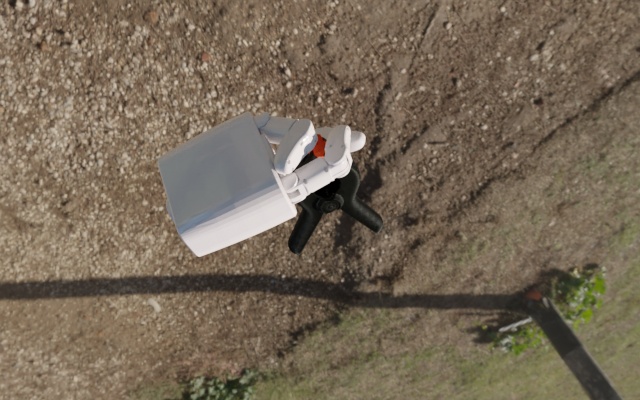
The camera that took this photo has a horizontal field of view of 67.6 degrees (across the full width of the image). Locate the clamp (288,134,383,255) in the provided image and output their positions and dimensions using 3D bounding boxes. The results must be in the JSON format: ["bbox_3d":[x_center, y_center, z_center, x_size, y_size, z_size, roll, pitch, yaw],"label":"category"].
[{"bbox_3d":[0.000,0.002,0.544,0.120,0.039,0.172,-25,-45,0],"label":"clamp"}]
